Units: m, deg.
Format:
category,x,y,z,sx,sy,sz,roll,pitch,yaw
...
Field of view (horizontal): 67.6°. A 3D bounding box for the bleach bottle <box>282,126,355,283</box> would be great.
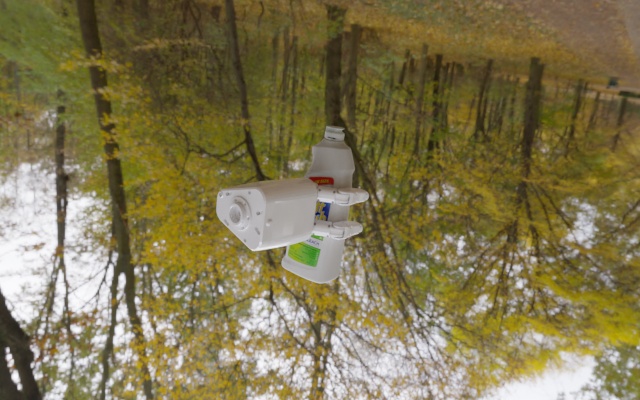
category,x,y,z,sx,sy,sz,roll,pitch,yaw
bleach bottle,0.000,0.003,0.785,0.102,0.251,0.068,19,19,35
